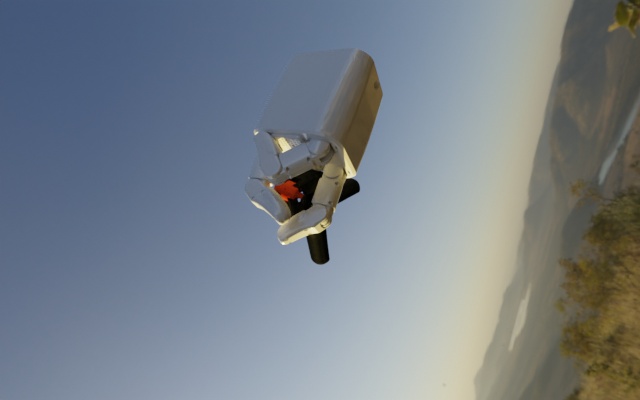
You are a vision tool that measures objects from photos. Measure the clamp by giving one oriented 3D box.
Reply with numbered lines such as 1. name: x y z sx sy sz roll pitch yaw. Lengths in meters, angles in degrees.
1. clamp: -0.001 0.002 0.570 0.039 0.120 0.171 16 -17 22
